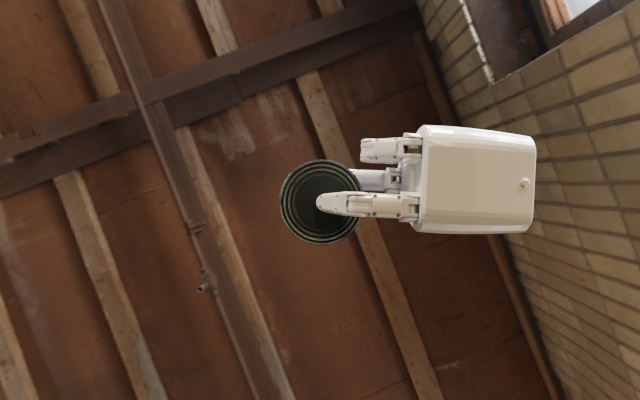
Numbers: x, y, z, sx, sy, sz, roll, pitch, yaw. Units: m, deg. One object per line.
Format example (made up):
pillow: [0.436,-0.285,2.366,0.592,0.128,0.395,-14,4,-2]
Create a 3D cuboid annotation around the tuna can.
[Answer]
tuna can: [0.000,0.002,0.490,0.086,0.086,0.034,0,3,-7]
